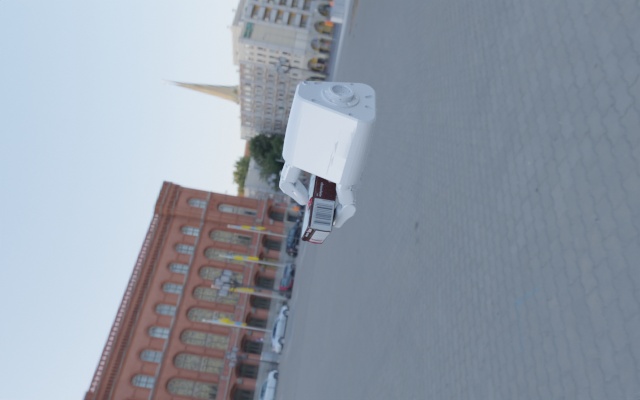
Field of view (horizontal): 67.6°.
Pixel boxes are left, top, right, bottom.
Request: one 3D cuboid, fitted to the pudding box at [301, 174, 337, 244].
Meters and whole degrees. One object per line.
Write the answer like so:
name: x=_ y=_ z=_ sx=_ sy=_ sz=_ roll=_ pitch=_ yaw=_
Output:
pudding box: x=0.000 y=0.002 z=0.737 sx=0.039 sy=0.113 sz=0.090 roll=11 pitch=-18 yaw=-5
